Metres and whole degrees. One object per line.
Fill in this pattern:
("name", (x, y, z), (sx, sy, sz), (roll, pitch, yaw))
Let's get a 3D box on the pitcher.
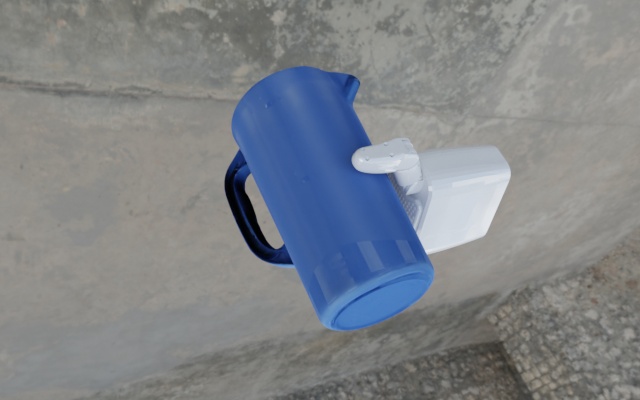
("pitcher", (0.000, 0.001, 0.470), (0.145, 0.242, 0.149), (-10, -34, -22))
